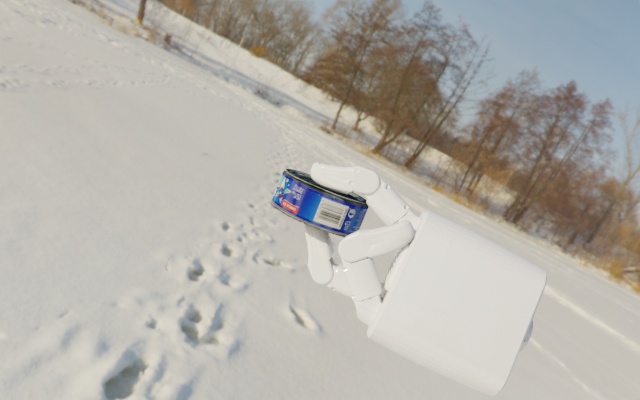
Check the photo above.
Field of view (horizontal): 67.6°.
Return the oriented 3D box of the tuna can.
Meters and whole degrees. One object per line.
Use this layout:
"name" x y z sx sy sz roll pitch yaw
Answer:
"tuna can" 0.000 0.001 0.436 0.086 0.034 0.086 21 8 -3
